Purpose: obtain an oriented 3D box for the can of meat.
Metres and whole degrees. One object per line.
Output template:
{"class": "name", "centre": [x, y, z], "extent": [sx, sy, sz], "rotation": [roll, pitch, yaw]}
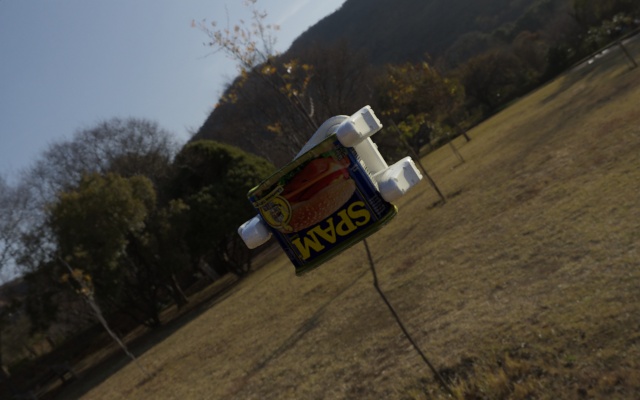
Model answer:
{"class": "can of meat", "centre": [0.000, 0.001, 0.406], "extent": [0.102, 0.084, 0.057], "rotation": [-33, 5, 14]}
